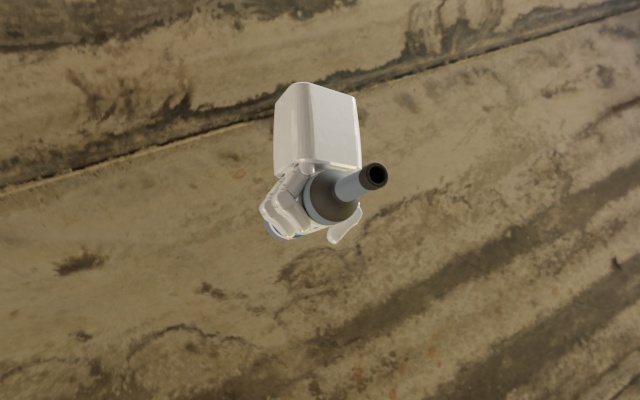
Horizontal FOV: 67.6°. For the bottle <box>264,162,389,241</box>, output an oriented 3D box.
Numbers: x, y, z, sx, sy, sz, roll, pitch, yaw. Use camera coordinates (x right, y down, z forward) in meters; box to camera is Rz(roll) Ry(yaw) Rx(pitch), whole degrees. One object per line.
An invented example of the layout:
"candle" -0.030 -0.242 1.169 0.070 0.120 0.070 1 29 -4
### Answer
"bottle" 0.000 0.002 0.612 0.069 0.069 0.296 0 -11 -23
